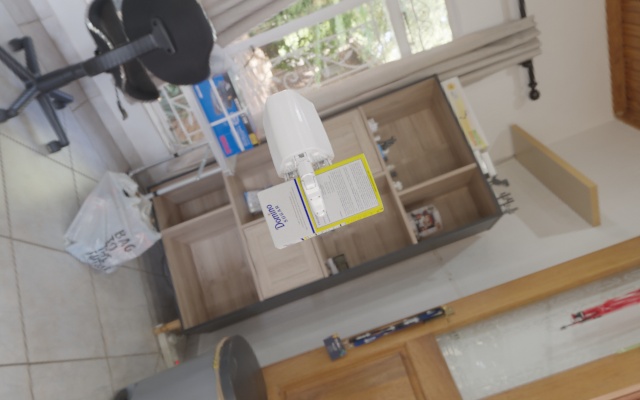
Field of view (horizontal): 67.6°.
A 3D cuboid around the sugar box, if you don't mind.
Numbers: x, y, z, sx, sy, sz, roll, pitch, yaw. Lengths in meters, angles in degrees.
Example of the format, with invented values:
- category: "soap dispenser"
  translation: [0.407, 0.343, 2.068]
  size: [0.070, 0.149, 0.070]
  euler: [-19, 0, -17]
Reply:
- category: "sugar box"
  translation: [0.000, 0.002, 0.739]
  size: [0.176, 0.093, 0.048]
  euler: [-20, -10, 4]
